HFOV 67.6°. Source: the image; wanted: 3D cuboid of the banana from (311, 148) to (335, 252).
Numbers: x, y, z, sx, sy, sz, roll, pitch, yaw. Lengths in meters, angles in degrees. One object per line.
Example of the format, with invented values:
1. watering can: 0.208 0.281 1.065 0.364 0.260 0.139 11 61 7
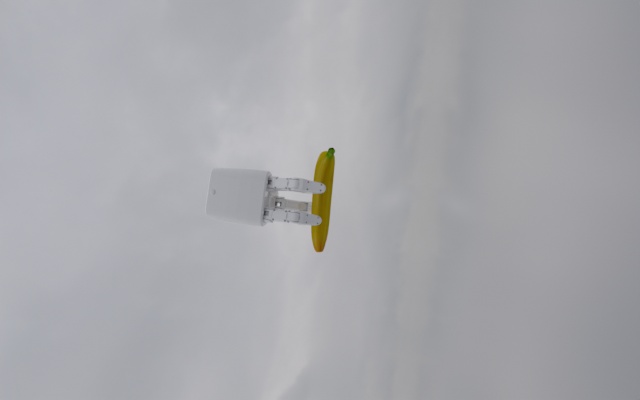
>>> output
1. banana: 0.002 -0.006 0.866 0.037 0.198 0.069 6 19 4
